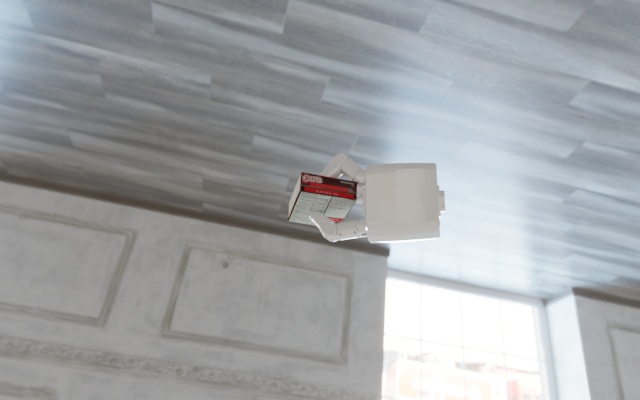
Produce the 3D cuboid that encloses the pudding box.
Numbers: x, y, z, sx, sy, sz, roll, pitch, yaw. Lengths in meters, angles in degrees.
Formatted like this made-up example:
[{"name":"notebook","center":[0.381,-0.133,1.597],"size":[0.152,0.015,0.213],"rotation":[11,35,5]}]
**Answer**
[{"name":"pudding box","center":[0.000,0.003,0.760],"size":[0.090,0.039,0.113],"rotation":[10,-31,-10]}]
